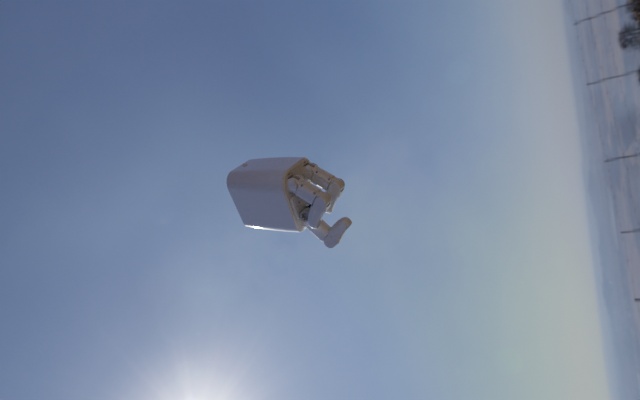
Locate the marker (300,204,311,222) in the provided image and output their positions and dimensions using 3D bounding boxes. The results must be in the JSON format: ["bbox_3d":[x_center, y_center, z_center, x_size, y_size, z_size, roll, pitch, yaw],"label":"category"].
[{"bbox_3d":[0.000,0.003,0.772,0.020,0.020,0.121,0,22,25],"label":"marker"}]
